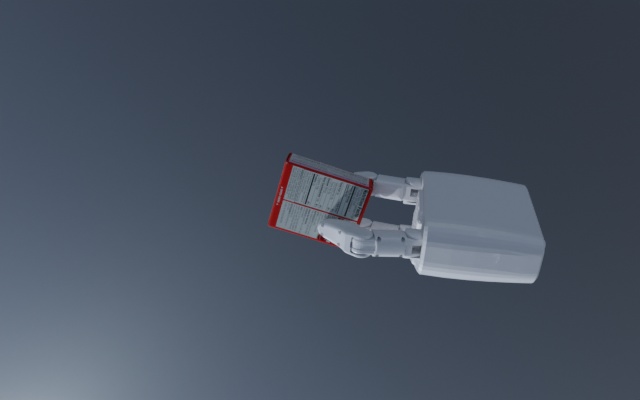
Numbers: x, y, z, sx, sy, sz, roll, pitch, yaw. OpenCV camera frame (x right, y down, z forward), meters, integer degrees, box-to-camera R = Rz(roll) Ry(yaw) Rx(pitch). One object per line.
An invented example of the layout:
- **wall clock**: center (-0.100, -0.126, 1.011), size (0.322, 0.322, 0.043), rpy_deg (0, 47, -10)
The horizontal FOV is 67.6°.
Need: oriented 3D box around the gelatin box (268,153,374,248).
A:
- **gelatin box**: center (0.000, 0.002, 0.475), size (0.089, 0.073, 0.030), rpy_deg (17, 25, -2)
